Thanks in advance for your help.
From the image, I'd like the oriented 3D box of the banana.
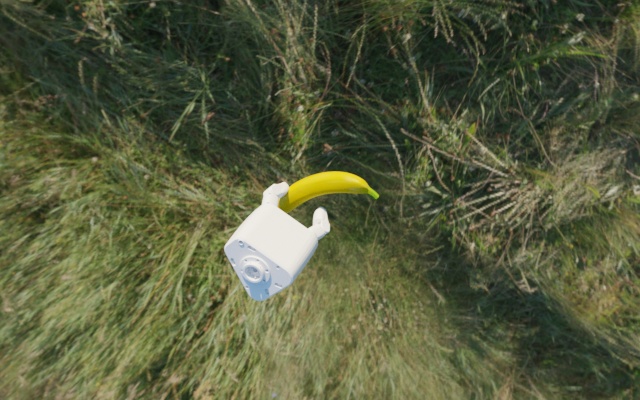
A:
[{"bbox_3d":[-0.002,-0.014,0.835,0.198,0.070,0.037,-8,24,23],"label":"banana"}]
